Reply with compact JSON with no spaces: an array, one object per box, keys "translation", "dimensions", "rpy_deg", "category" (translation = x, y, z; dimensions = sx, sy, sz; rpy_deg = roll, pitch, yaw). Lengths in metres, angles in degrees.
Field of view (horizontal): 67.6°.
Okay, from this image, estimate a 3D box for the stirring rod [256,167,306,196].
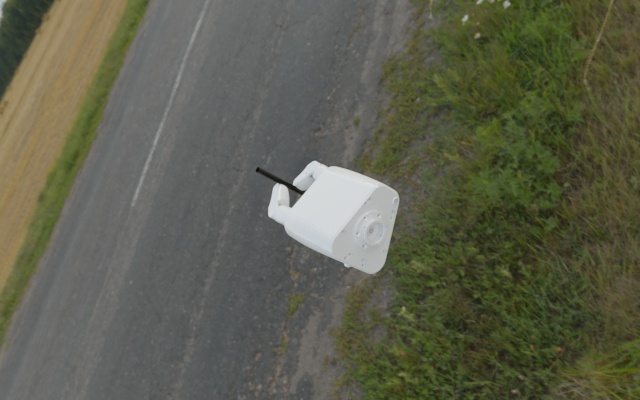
[{"translation":[0.000,0.002,0.731],"dimensions":[0.239,0.011,0.011],"rpy_deg":[27,-17,-35],"category":"stirring rod"}]
